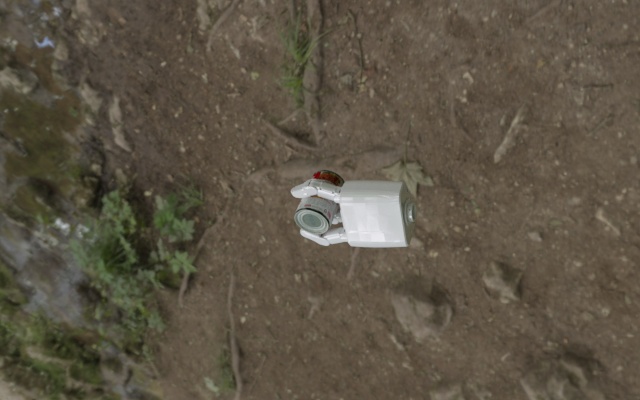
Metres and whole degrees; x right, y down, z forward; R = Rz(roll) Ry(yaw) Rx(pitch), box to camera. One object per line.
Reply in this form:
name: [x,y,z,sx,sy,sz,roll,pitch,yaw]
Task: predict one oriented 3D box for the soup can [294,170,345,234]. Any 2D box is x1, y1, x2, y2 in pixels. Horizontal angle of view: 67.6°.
soup can: [0.000,0.003,0.873,0.068,0.102,0.069,14,-40,12]
